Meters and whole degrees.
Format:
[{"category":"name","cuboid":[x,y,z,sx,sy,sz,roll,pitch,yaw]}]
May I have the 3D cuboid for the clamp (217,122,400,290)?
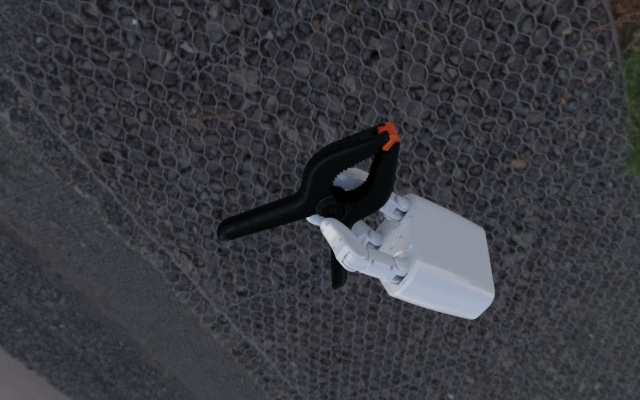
[{"category":"clamp","cuboid":[0.001,0.002,0.493,0.164,0.210,0.036,20,32,-21]}]
